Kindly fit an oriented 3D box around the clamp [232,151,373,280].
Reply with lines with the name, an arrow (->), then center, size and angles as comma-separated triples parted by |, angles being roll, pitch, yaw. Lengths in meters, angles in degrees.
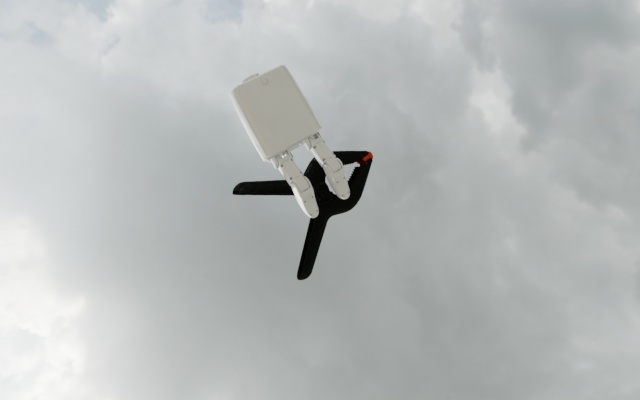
clamp -> 0.000, 0.002, 0.697 | 0.210, 0.164, 0.036 | -32, 9, -19
